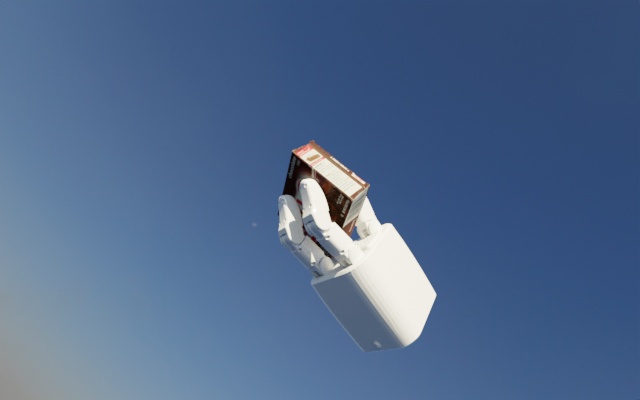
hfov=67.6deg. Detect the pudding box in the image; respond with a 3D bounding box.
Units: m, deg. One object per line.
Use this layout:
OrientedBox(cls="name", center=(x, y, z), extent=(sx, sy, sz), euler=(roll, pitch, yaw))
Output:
OrientedBox(cls="pudding box", center=(0.000, 0.002, 0.549), extent=(0.090, 0.114, 0.039), euler=(39, 48, 19))
